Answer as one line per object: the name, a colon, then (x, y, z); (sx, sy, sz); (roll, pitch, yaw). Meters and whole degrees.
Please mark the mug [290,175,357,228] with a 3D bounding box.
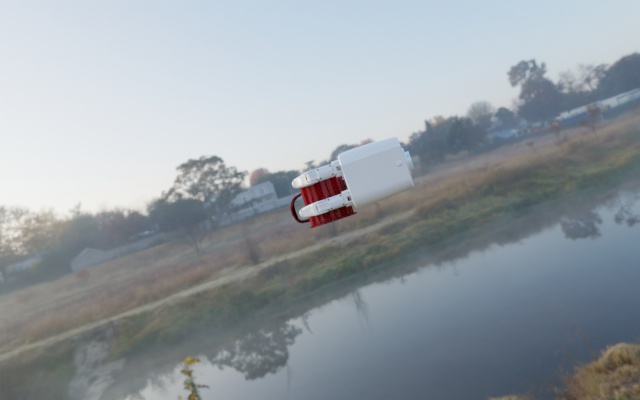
mug: (-0.001, 0.003, 0.887); (0.117, 0.081, 0.093); (-18, -2, 11)
